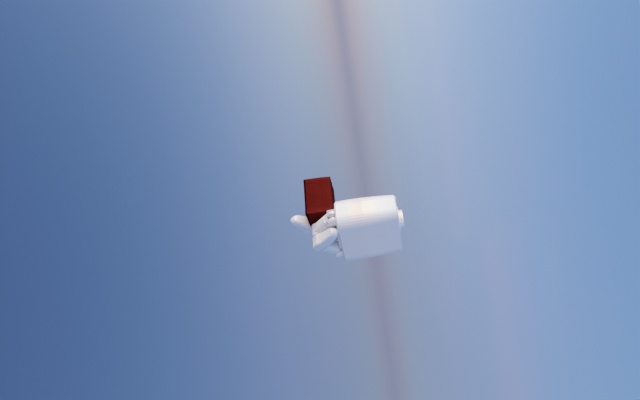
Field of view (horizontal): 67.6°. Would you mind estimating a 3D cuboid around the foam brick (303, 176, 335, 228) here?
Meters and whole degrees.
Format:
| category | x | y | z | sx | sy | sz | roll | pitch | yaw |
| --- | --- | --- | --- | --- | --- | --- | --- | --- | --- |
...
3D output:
| category | x | y | z | sx | sy | sz | roll | pitch | yaw |
| --- | --- | --- | --- | --- | --- | --- | --- | --- | --- |
| foam brick | 0.000 | 0.003 | 0.882 | 0.051 | 0.078 | 0.053 | -10 | -33 | 7 |
